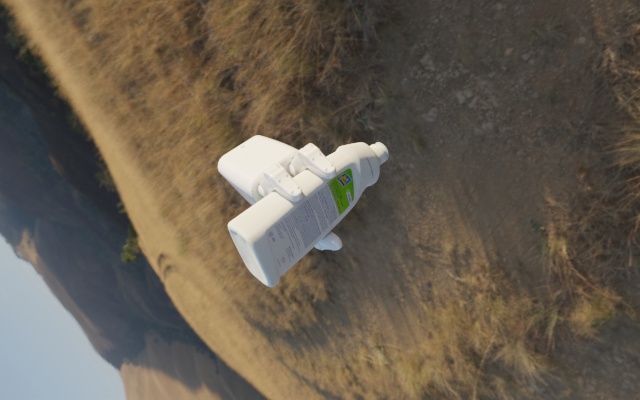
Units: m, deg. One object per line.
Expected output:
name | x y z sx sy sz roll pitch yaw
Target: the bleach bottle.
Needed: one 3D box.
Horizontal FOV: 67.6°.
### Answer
bleach bottle | 0.000 0.002 0.654 0.250 0.103 0.068 -37 40 -24
